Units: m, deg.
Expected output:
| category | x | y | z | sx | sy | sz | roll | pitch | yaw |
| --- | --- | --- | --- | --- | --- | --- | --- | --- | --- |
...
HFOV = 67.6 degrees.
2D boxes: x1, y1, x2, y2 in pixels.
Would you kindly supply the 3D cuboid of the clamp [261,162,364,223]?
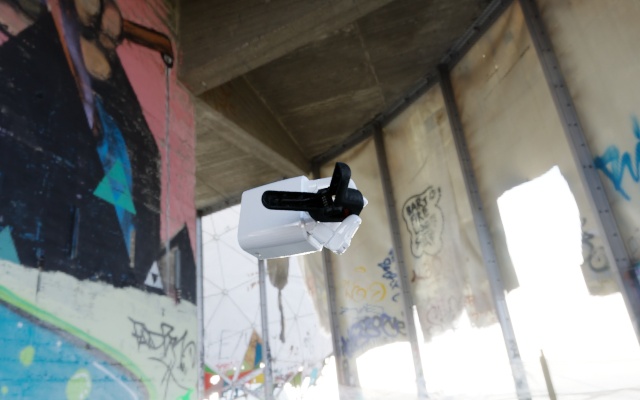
| category | x | y | z | sx | sy | sz | roll | pitch | yaw |
| --- | --- | --- | --- | --- | --- | --- | --- | --- | --- |
| clamp | 0.000 | 0.002 | 0.641 | 0.120 | 0.039 | 0.171 | -12 | -23 | 14 |
